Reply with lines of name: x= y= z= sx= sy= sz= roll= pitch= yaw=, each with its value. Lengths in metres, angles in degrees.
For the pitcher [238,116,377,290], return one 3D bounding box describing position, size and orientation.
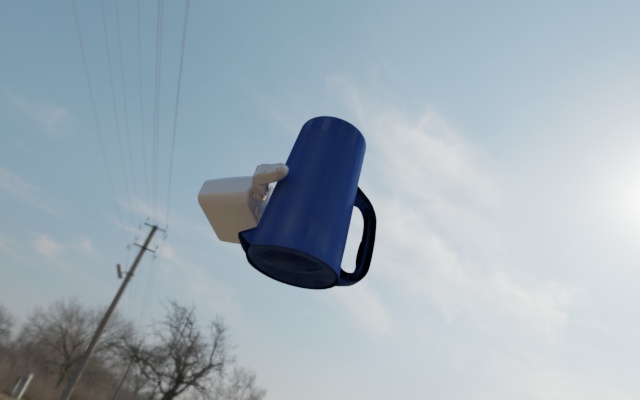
pitcher: x=0.000 y=0.002 z=0.701 sx=0.145 sy=0.242 sz=0.149 roll=-1 pitch=-35 yaw=30
